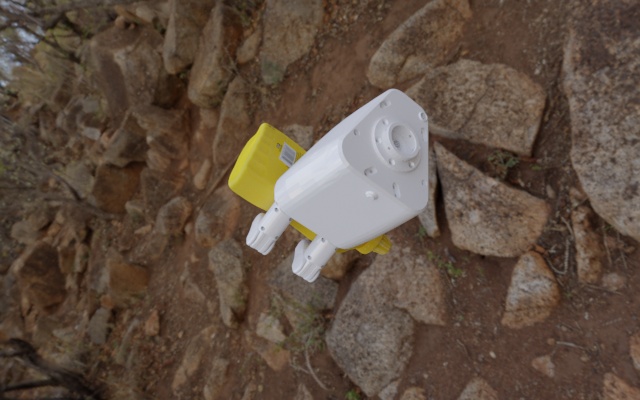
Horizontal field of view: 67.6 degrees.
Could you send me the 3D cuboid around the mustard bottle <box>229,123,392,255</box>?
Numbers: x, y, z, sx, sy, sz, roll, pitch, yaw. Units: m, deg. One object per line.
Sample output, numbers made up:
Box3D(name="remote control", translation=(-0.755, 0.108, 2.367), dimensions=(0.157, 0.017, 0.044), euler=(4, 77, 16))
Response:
Box3D(name="mustard bottle", translation=(0.000, 0.002, 0.511), dimensions=(0.192, 0.058, 0.096), euler=(34, 32, -17))
